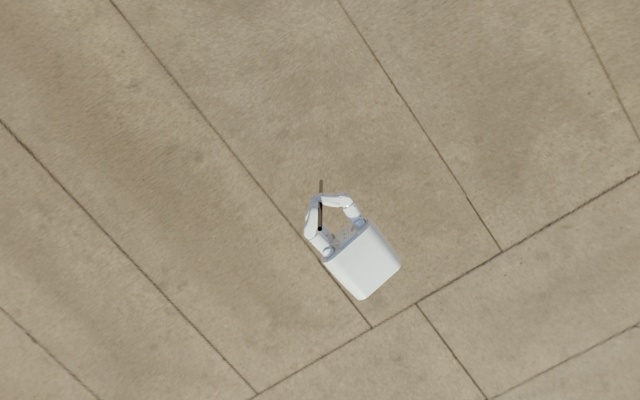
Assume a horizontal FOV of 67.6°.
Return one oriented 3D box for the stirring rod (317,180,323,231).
[{"bbox_3d":[0.000,0.003,0.847,0.011,0.011,0.239,0,20,1],"label":"stirring rod"}]
